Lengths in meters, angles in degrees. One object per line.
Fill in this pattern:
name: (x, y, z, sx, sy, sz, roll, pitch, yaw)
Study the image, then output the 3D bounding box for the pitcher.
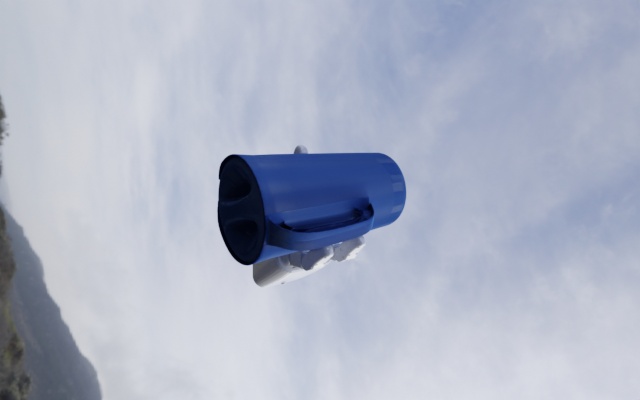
pitcher: (0.000, 0.002, 0.623, 0.243, 0.149, 0.145, -9, -21, -34)
